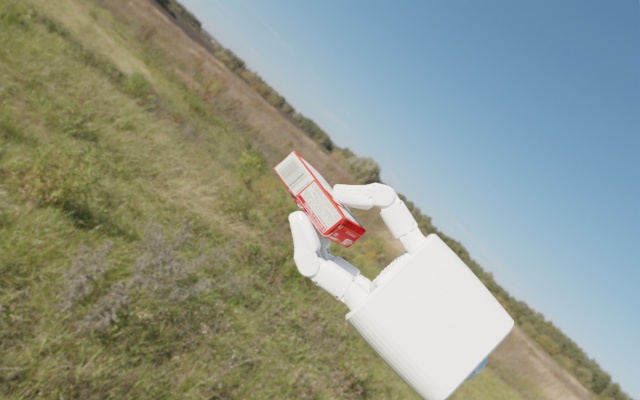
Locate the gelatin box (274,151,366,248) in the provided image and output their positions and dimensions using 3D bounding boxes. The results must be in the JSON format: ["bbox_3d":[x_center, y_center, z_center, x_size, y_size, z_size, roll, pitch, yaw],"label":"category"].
[{"bbox_3d":[0.000,0.001,0.469,0.030,0.089,0.073,-40,-22,7],"label":"gelatin box"}]
